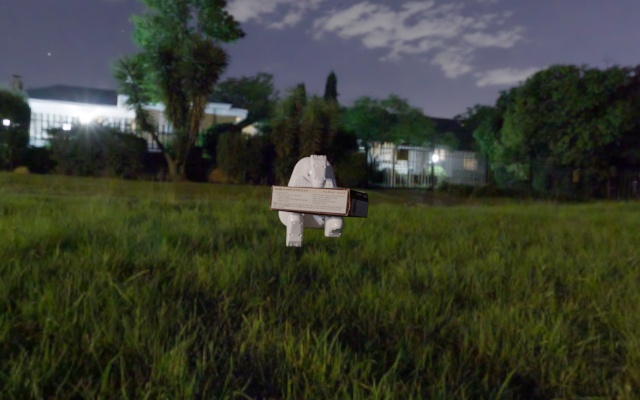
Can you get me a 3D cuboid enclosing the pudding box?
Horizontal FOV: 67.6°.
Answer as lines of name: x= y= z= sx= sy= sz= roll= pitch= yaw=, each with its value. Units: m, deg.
pudding box: x=0.000 y=0.002 z=0.655 sx=0.113 sy=0.039 sz=0.090 roll=1 pitch=-2 yaw=22
